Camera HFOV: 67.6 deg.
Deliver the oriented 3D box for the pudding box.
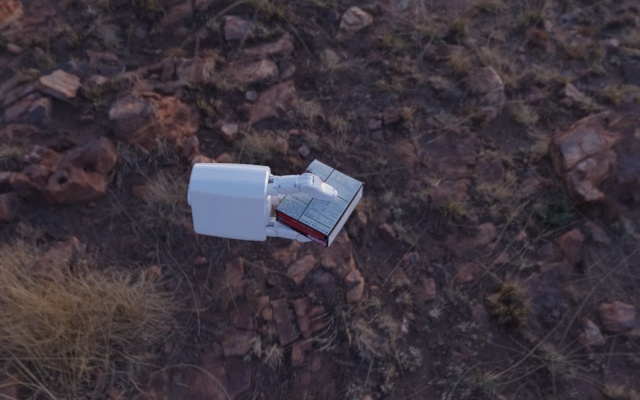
[{"bbox_3d":[0.000,0.002,0.701,0.090,0.113,0.039,28,-29,14],"label":"pudding box"}]
